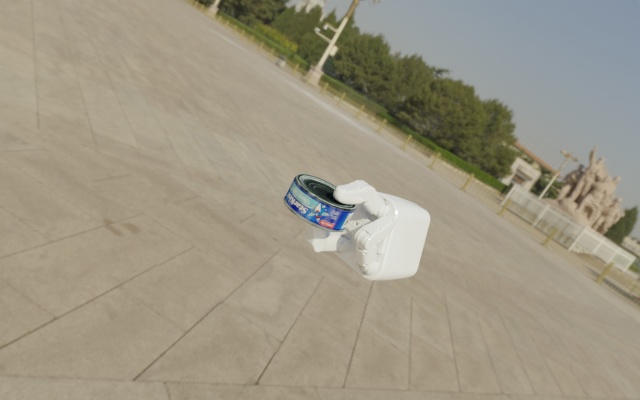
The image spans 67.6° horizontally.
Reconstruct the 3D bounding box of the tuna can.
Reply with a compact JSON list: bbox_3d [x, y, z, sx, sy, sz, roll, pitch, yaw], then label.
[{"bbox_3d":[0.000,0.001,0.589,0.086,0.034,0.086,25,18,-9],"label":"tuna can"}]
